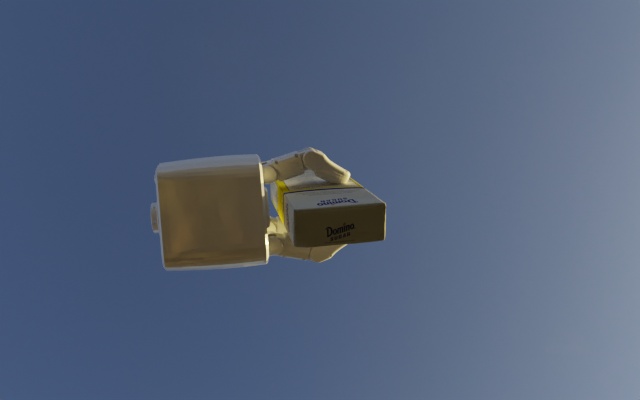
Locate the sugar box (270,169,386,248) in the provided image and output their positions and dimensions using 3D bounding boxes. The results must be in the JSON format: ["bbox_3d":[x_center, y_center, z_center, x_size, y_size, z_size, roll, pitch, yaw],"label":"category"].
[{"bbox_3d":[0.000,0.002,0.533,0.093,0.048,0.176,-4,18,-12],"label":"sugar box"}]
